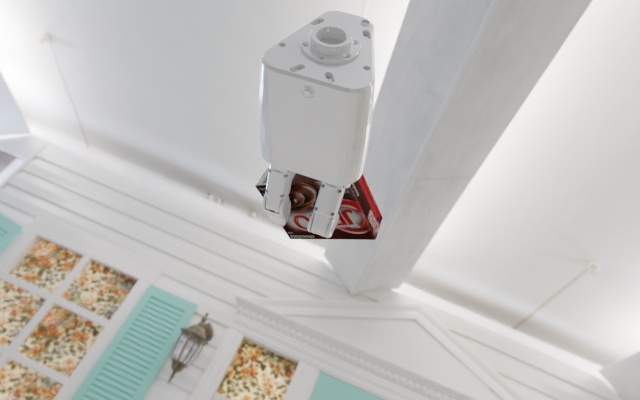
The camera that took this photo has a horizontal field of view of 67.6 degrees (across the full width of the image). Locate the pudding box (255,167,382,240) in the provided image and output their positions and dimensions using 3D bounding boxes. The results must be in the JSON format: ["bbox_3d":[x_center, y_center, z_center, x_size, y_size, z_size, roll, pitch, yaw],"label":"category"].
[{"bbox_3d":[0.000,0.002,0.516,0.113,0.039,0.090,-1,-45,32],"label":"pudding box"}]
